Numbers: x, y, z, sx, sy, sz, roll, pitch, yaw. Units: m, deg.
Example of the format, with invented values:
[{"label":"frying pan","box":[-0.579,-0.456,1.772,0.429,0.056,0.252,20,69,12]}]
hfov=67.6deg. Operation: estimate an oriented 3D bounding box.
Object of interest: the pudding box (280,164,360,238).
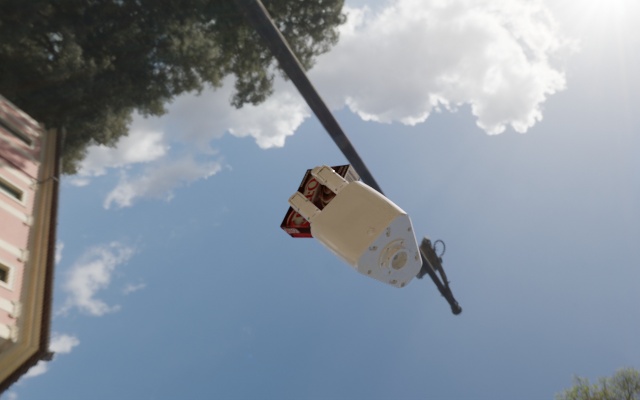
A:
[{"label":"pudding box","box":[0.000,0.002,0.716,0.090,0.113,0.039,-3,-39,42]}]
